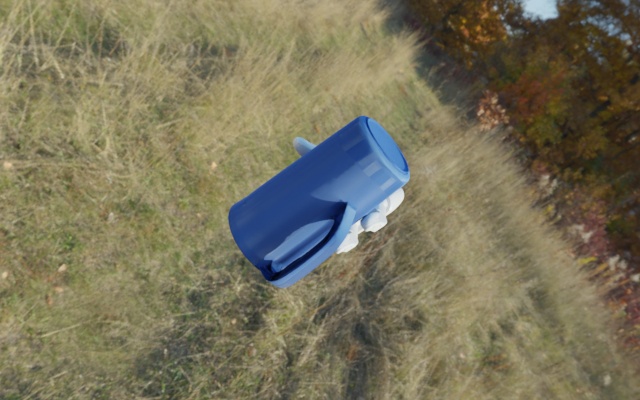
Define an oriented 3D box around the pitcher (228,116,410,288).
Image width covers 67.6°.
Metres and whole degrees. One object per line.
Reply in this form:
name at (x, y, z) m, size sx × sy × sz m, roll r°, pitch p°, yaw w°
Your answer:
pitcher at (0.000, 0.002, 0.659) m, size 0.243 × 0.149 × 0.145 m, roll -36°, pitch -9°, yaw 22°
